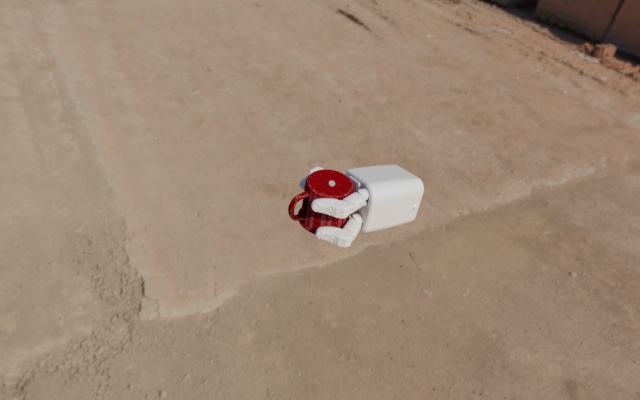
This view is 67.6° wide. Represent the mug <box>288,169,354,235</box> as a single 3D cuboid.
[{"bbox_3d":[-0.001,0.003,0.809,0.117,0.082,0.093,-10,42,-23],"label":"mug"}]
